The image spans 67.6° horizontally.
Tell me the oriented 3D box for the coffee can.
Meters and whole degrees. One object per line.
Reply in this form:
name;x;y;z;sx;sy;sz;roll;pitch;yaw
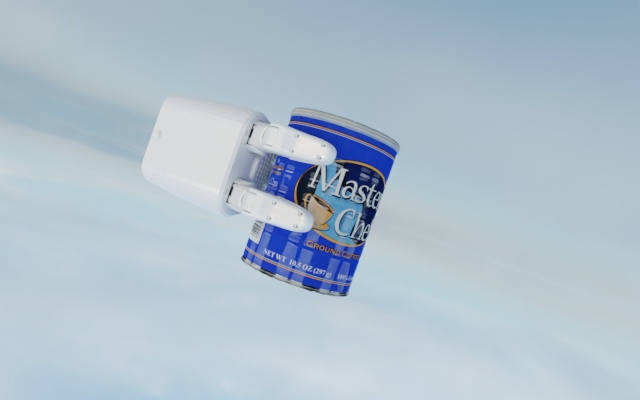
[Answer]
coffee can;0.000;0.001;0.429;0.103;0.140;0.103;19;0;0
